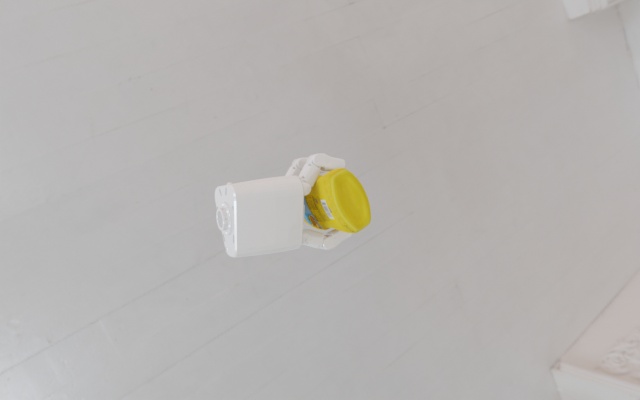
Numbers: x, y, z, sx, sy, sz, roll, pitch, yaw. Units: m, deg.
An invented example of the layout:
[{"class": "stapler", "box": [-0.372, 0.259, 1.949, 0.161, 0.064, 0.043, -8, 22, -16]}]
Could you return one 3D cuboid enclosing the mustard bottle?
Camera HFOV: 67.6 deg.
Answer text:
[{"class": "mustard bottle", "box": [0.001, 0.002, 0.770, 0.058, 0.096, 0.191, -34, 14, -25]}]
